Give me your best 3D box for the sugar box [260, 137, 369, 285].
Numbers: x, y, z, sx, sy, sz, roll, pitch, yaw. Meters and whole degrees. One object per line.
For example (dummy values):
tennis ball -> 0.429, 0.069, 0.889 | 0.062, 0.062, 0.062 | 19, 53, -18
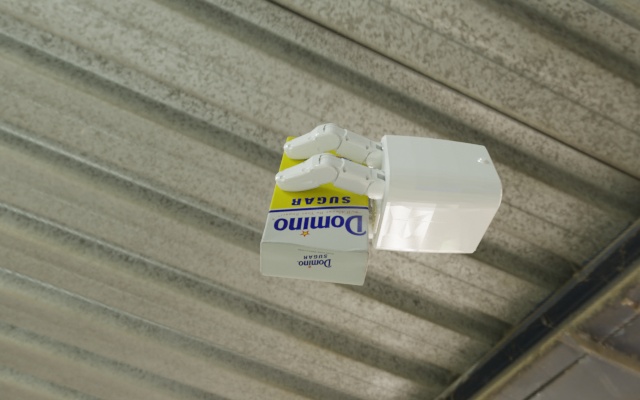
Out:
sugar box -> 0.000, 0.001, 0.471 | 0.093, 0.048, 0.176 | 6, 35, 0
